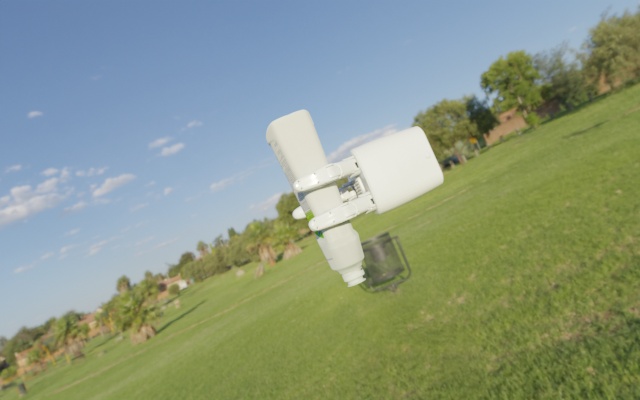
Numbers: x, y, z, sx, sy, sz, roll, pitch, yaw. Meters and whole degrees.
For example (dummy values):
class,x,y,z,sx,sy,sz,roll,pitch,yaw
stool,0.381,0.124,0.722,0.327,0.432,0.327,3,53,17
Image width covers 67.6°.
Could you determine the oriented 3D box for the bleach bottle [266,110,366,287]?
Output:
class,x,y,z,sx,sy,sz,roll,pitch,yaw
bleach bottle,0.000,0.002,0.686,0.068,0.251,0.102,-23,-3,-9
